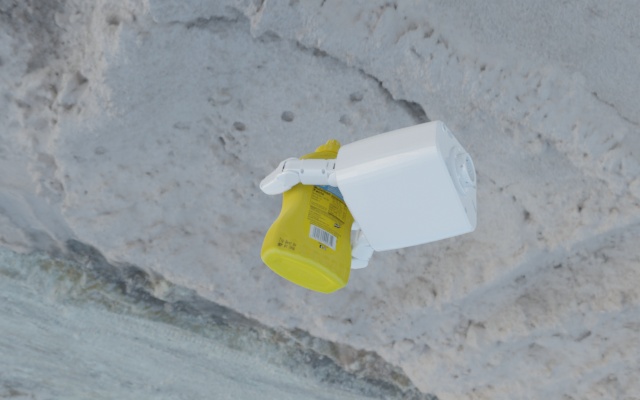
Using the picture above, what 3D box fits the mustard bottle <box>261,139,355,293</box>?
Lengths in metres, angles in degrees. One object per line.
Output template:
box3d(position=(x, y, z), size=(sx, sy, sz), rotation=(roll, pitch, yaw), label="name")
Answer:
box3d(position=(0.000, 0.002, 0.546), size=(0.096, 0.191, 0.058), rotation=(29, -40, -20), label="mustard bottle")
